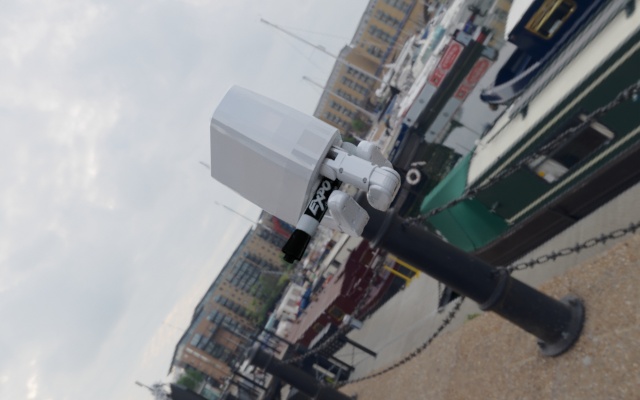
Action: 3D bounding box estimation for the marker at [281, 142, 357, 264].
[{"bbox_3d":[0.000,0.001,0.422,0.020,0.121,0.020,26,-18,9],"label":"marker"}]
